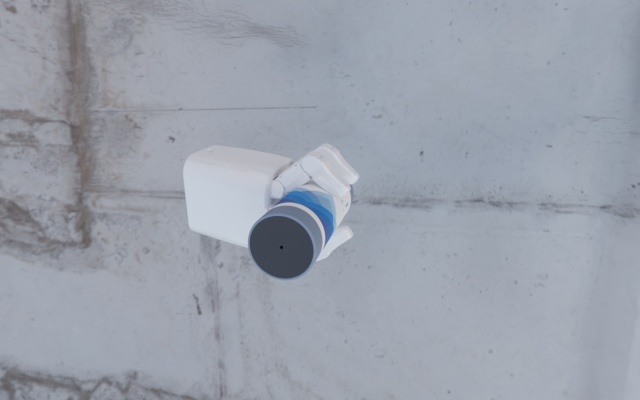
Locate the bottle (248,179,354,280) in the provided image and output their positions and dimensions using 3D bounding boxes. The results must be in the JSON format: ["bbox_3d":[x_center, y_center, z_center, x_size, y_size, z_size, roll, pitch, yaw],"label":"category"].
[{"bbox_3d":[0.000,0.002,0.572,0.069,0.069,0.295,0,16,15],"label":"bottle"}]
